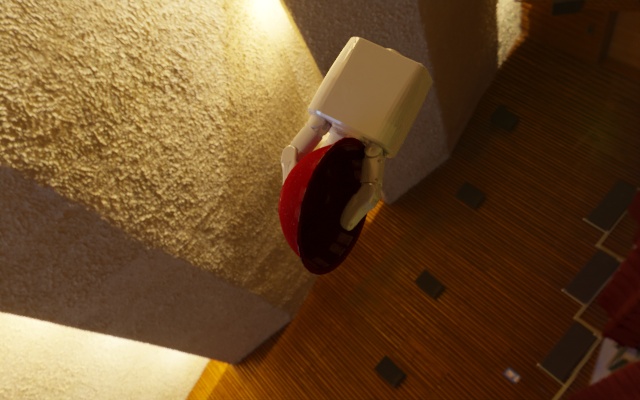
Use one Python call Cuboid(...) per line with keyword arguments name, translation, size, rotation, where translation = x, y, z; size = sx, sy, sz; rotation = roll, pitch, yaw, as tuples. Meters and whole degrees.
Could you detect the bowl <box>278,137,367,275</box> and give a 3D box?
Cuboid(name="bowl", translation=(-0.001, 0.003, 0.556), size=(0.055, 0.162, 0.162), rotation=(16, 8, 29))
